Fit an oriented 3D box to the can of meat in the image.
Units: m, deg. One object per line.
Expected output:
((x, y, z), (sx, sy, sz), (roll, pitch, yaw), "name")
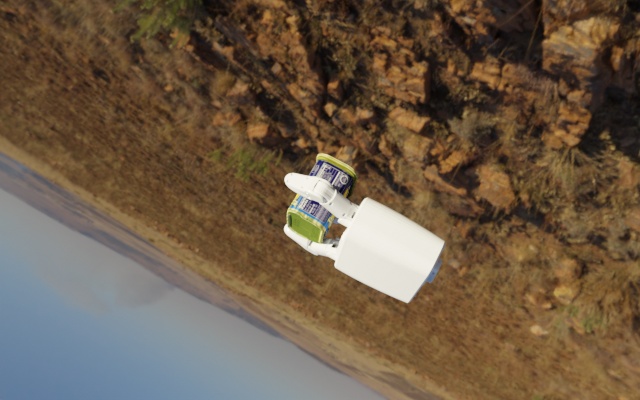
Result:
((0.000, 0.002, 0.606), (0.057, 0.084, 0.102), (28, -17, 6), "can of meat")
